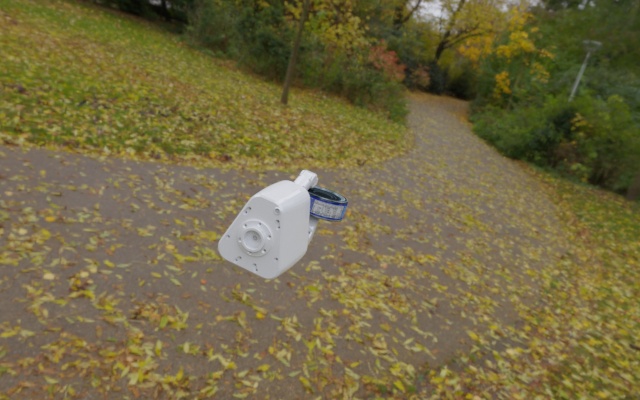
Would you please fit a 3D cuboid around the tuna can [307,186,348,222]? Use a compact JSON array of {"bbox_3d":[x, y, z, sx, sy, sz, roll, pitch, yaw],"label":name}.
[{"bbox_3d":[0.000,0.002,0.772,0.086,0.034,0.086,18,12,-4],"label":"tuna can"}]
